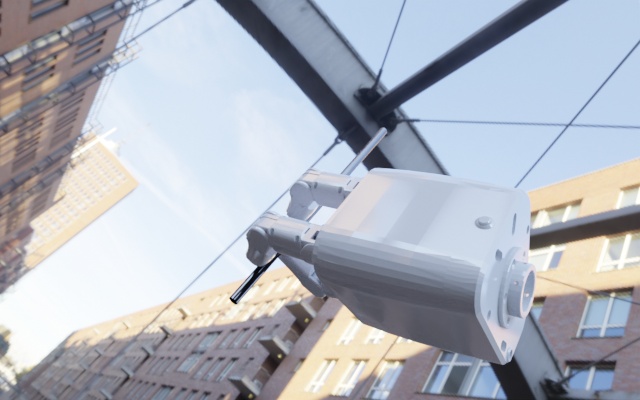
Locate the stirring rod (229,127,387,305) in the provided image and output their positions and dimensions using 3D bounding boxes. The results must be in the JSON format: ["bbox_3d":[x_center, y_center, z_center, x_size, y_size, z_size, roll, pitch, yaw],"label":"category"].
[{"bbox_3d":[0.000,0.001,0.425,0.011,0.011,0.239,0,38,43],"label":"stirring rod"}]
